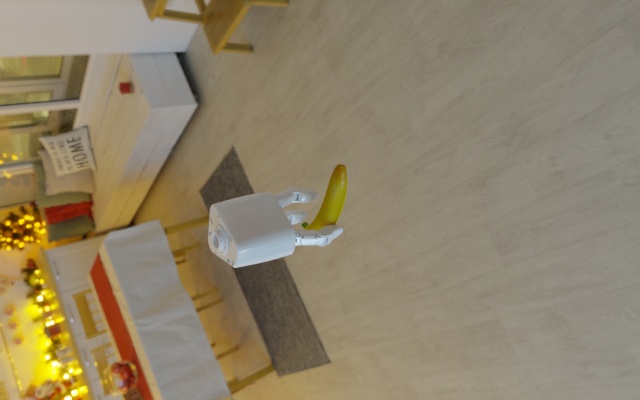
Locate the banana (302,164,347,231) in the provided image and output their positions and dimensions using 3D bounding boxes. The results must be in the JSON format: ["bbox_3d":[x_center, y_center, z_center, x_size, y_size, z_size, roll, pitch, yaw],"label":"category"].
[{"bbox_3d":[0.006,0.020,0.848,0.037,0.069,0.198,-9,-30,-32],"label":"banana"}]
